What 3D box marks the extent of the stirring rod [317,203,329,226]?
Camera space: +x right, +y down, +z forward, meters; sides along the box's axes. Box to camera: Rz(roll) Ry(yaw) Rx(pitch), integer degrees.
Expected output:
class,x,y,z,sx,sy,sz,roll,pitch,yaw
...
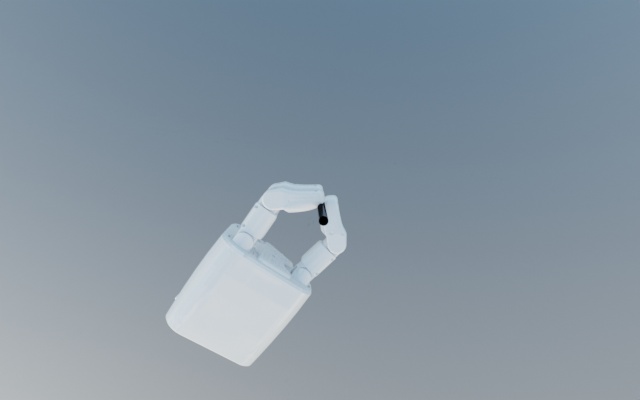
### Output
class,x,y,z,sx,sy,sz,roll,pitch,yaw
stirring rod,0.000,0.002,0.503,0.011,0.011,0.239,0,7,-1
